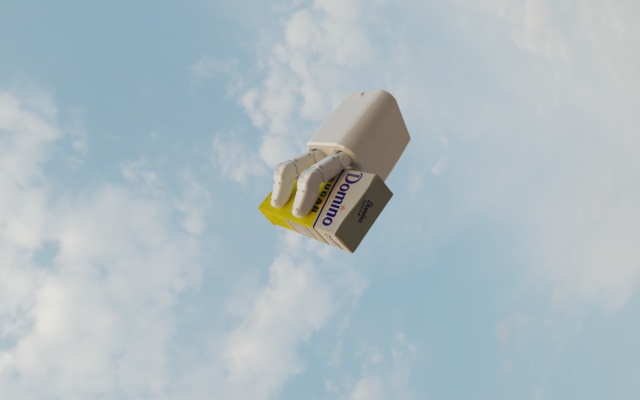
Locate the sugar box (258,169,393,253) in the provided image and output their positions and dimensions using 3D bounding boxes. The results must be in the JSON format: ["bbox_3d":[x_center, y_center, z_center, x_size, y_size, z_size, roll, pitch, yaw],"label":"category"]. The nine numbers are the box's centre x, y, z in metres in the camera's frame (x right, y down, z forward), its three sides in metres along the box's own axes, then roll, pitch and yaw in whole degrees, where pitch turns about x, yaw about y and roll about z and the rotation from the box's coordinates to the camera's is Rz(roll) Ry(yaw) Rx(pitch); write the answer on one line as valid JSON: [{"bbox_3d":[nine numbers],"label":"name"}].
[{"bbox_3d":[0.000,0.002,0.618,0.048,0.093,0.176,47,-20,-31],"label":"sugar box"}]
